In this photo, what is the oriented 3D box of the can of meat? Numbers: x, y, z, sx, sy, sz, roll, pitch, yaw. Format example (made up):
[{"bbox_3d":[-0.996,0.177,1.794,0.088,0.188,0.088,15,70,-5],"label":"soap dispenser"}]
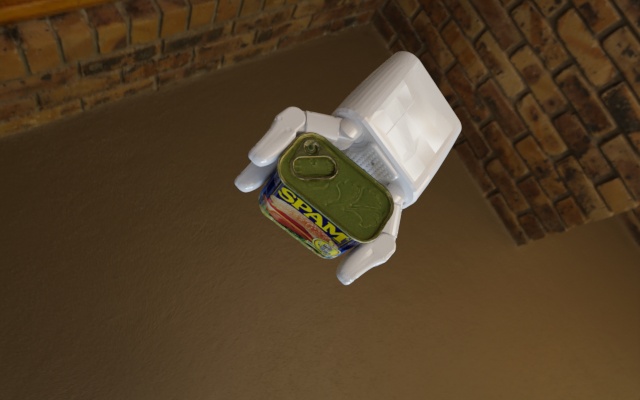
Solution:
[{"bbox_3d":[0.000,0.002,0.422,0.102,0.057,0.084,39,-28,-5],"label":"can of meat"}]
